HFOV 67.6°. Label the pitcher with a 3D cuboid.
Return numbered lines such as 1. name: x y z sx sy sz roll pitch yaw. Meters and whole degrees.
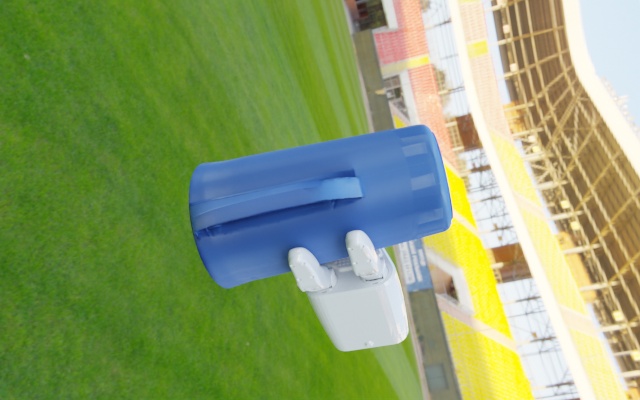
1. pitcher: 0.000 0.002 0.474 0.243 0.145 0.149 -13 37 10
